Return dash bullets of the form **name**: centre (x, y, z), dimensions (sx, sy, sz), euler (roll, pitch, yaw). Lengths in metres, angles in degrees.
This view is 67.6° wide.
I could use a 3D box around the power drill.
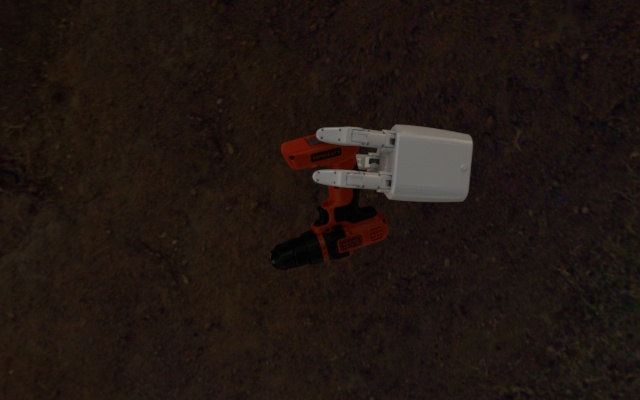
- **power drill**: centre (0.000, 0.002, 0.682), dimensions (0.184, 0.188, 0.057), euler (-18, 29, -11)
